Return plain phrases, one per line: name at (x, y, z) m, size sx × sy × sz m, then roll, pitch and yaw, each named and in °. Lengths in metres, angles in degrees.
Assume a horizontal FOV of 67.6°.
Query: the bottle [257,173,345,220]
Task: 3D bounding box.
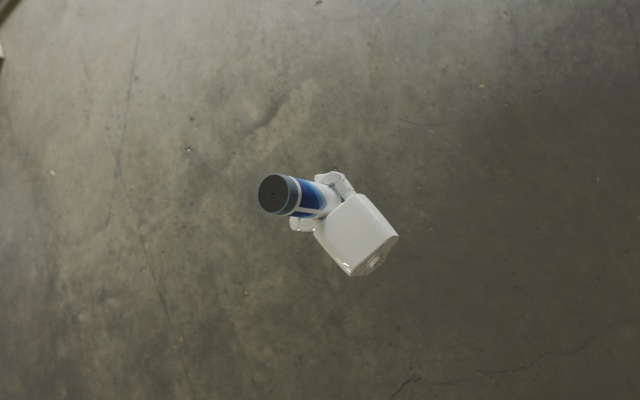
bottle at (0.000, 0.003, 0.893) m, size 0.069 × 0.069 × 0.296 m, roll 0°, pitch -5°, yaw 32°
